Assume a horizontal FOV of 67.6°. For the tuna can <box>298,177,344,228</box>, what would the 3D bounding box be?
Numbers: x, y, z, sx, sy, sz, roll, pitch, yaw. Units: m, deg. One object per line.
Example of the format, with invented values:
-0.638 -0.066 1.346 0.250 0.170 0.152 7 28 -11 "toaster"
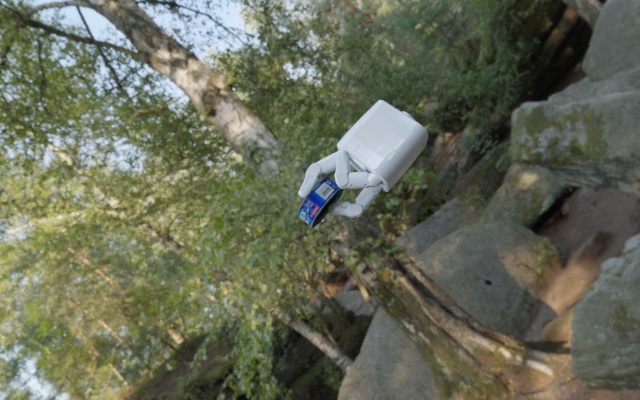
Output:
0.000 0.002 0.809 0.033 0.086 0.086 38 7 10 "tuna can"
